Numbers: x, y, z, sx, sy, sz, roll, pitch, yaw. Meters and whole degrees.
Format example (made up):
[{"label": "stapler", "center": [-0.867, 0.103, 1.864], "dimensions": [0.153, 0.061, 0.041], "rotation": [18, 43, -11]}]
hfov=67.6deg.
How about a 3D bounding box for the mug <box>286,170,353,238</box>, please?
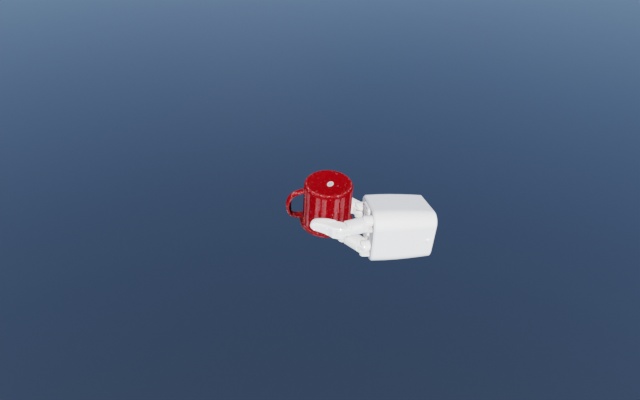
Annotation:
[{"label": "mug", "center": [-0.001, 0.002, 0.807], "dimensions": [0.117, 0.082, 0.093], "rotation": [-1, 38, -6]}]
